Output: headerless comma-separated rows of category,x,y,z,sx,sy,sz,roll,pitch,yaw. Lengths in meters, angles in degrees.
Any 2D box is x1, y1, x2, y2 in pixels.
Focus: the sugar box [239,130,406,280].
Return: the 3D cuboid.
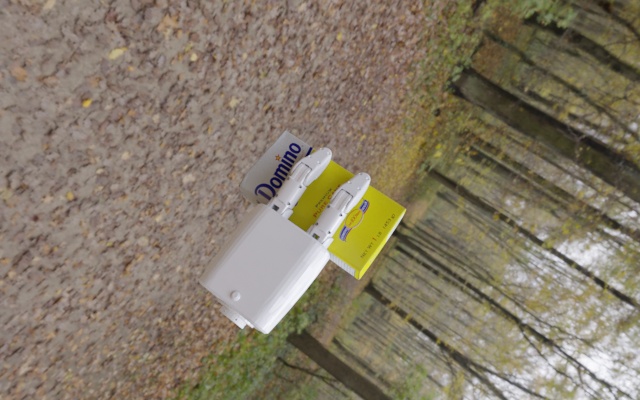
sugar box,0.000,0.002,0.558,0.176,0.093,0.048,34,-17,12
